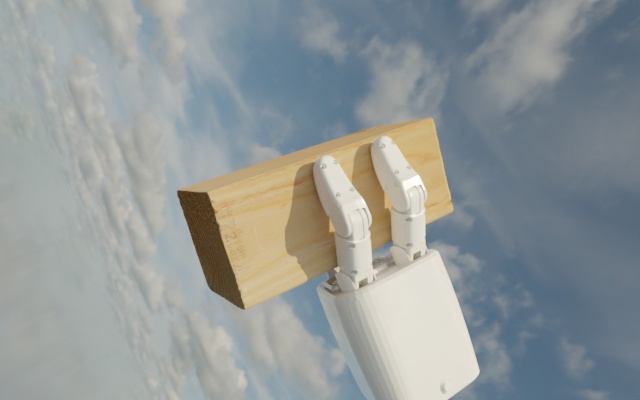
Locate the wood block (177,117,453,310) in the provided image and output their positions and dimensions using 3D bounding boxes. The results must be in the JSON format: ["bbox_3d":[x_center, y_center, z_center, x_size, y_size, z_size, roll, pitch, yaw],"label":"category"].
[{"bbox_3d":[0.000,0.002,0.405,0.206,0.090,0.091,-21,11,-28],"label":"wood block"}]
